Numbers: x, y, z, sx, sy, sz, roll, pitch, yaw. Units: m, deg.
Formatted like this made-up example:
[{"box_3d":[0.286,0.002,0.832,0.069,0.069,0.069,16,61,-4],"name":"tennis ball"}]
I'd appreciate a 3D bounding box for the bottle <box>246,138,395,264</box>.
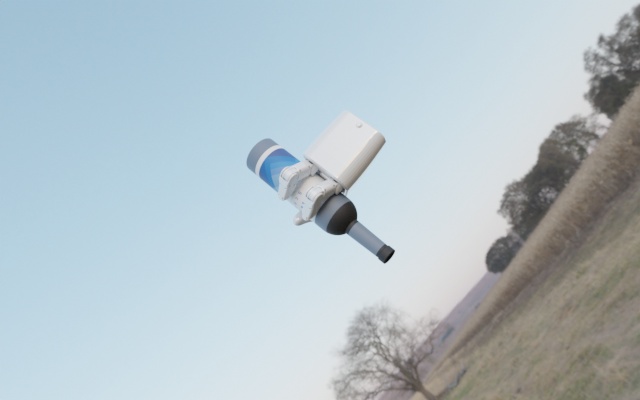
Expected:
[{"box_3d":[0.000,0.003,0.789,0.295,0.069,0.069,38,17,22],"name":"bottle"}]
